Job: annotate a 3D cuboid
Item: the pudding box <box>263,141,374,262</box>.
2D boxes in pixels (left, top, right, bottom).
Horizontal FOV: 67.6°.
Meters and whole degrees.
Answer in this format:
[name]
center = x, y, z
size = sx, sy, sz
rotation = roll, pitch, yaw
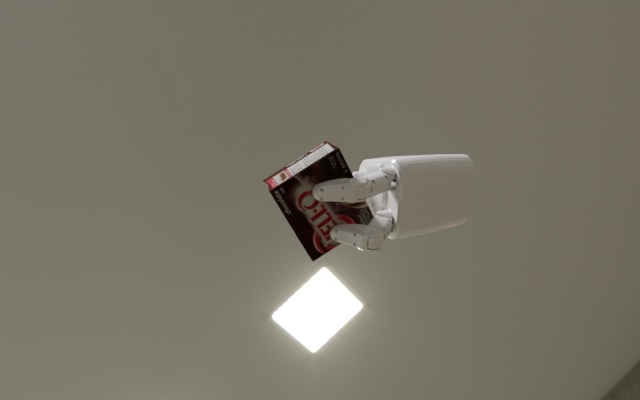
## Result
[pudding box]
center = 0.000, 0.002, 0.549
size = 0.090, 0.113, 0.039
rotation = -33, 29, -6
